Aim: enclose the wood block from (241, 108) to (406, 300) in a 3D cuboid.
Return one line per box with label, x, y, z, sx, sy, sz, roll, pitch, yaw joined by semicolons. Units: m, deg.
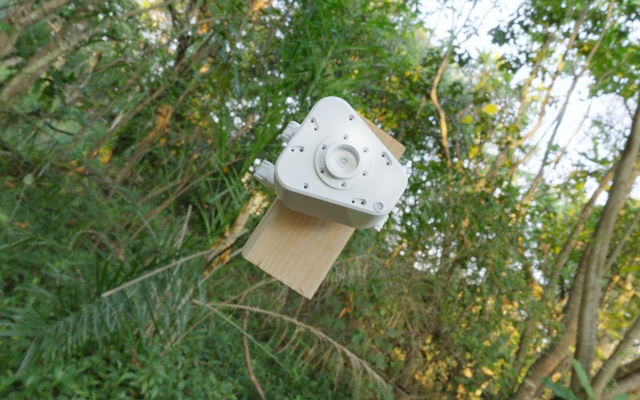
wood block;0.000;0.002;0.573;0.091;0.206;0.090;35;-8;-8
